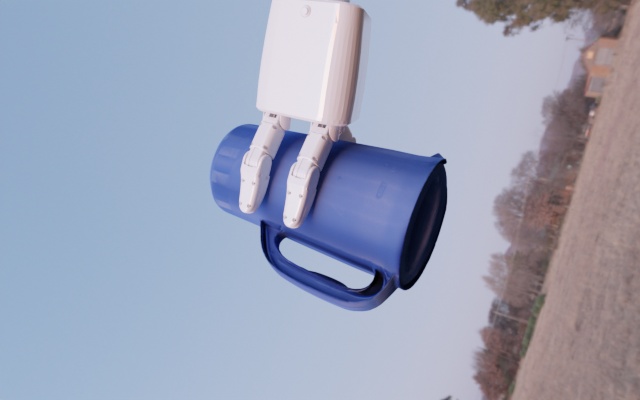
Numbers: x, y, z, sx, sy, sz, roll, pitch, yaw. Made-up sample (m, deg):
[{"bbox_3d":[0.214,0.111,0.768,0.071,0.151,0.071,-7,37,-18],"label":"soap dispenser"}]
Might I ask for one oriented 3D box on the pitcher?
[{"bbox_3d":[0.000,0.001,0.504,0.243,0.145,0.149,17,18,26],"label":"pitcher"}]
